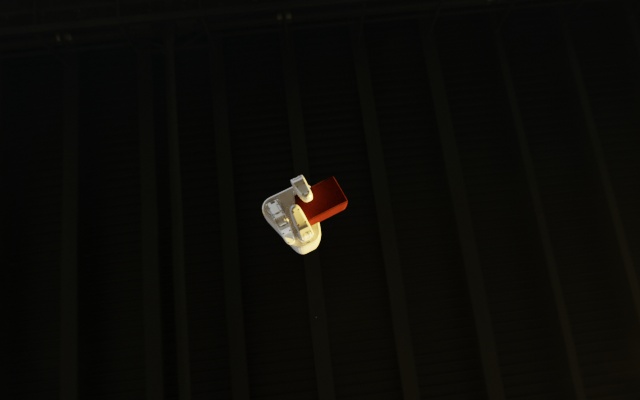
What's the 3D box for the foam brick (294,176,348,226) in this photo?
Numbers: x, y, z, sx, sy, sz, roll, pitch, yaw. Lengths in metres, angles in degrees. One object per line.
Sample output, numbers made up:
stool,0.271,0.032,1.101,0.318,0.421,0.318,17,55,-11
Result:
foam brick,0.000,0.003,0.825,0.078,0.053,0.051,-26,-13,-6
